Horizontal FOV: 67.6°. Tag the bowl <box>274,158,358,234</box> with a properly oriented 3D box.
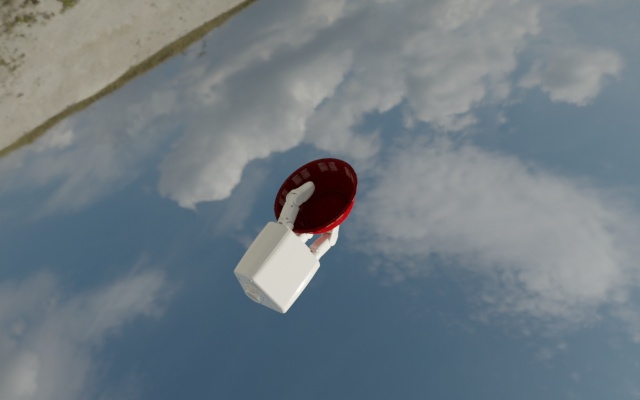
[{"bbox_3d":[0.001,0.002,0.852,0.162,0.162,0.055,0,-34,31],"label":"bowl"}]
